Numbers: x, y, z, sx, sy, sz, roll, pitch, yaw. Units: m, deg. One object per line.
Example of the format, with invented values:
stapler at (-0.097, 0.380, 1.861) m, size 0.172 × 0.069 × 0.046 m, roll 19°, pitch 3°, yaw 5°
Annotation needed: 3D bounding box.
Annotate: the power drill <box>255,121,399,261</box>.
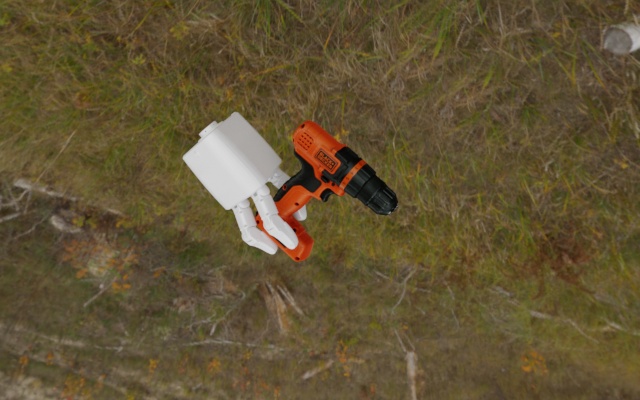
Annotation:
power drill at (0.000, 0.003, 0.717) m, size 0.184 × 0.188 × 0.057 m, roll 42°, pitch 25°, yaw 10°
